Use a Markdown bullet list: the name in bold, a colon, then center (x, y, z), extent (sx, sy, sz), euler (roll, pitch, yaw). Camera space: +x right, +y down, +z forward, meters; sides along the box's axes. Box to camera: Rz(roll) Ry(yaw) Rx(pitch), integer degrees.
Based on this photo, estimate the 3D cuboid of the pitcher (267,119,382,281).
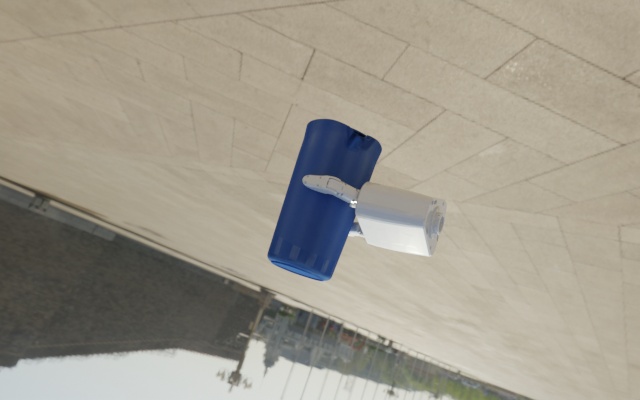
- **pitcher**: center (0.000, 0.003, 0.785), extent (0.145, 0.242, 0.149), euler (12, -16, 28)
